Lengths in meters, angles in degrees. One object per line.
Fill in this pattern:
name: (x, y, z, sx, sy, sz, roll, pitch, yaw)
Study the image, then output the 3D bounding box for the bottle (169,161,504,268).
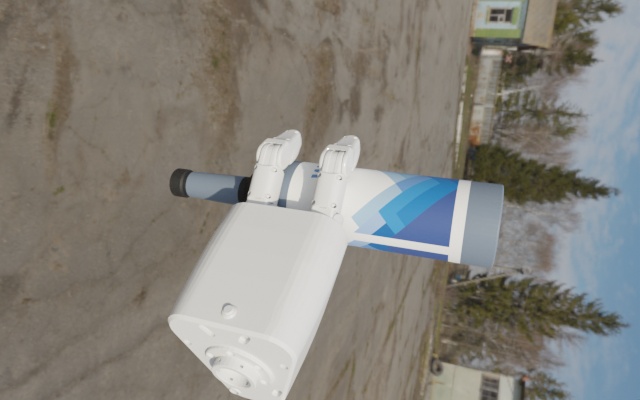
bottle: (0.000, 0.001, 0.419, 0.295, 0.069, 0.069, 8, 2, 18)
